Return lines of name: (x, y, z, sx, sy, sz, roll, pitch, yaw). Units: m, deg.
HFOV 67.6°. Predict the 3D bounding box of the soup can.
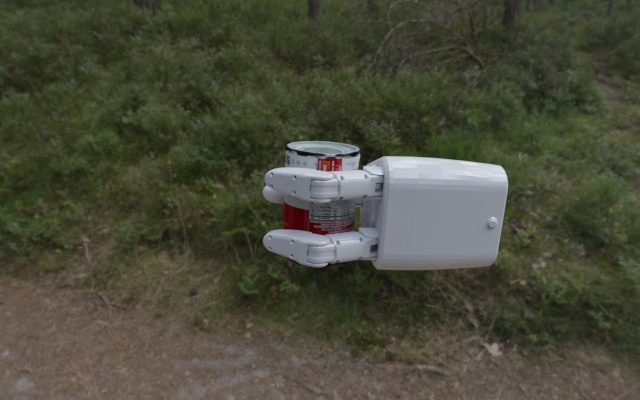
soup can: (0.000, 0.001, 0.435, 0.068, 0.102, 0.068, 3, 16, -1)
